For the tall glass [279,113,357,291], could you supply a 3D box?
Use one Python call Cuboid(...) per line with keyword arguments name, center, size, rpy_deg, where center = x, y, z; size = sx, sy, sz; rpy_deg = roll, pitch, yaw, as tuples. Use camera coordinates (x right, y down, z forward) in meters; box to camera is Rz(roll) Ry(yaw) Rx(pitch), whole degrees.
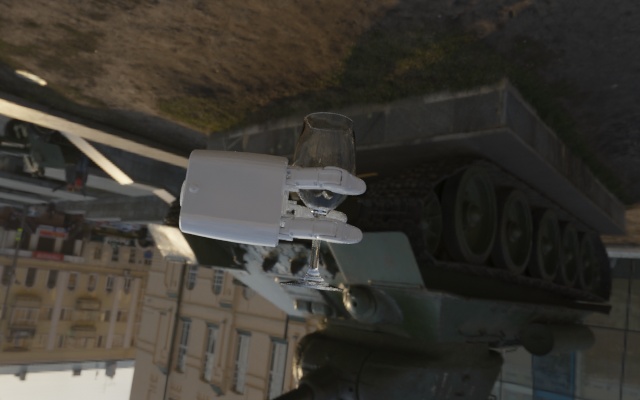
Cuboid(name="tall glass", center=(0.000, 0.003, 0.562), size=(0.079, 0.201, 0.079), rpy_deg=(6, -10, 1))
